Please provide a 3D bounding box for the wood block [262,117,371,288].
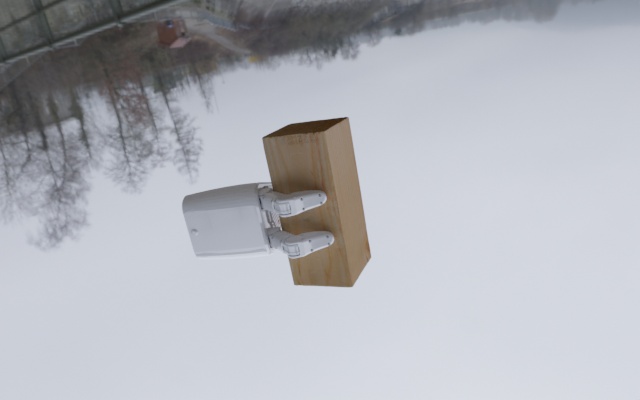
[{"bbox_3d":[0.000,0.002,0.640,0.090,0.206,0.090,-3,20,24],"label":"wood block"}]
